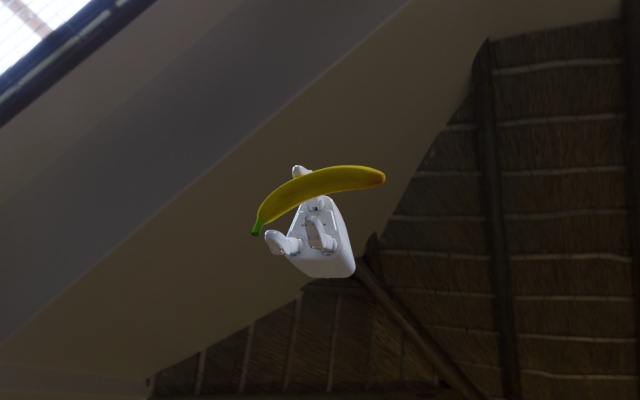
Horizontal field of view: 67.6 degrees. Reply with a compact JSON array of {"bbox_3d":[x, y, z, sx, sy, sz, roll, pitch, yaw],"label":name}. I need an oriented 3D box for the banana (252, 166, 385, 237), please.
[{"bbox_3d":[-0.009,-0.011,0.672,0.198,0.069,0.037,-24,-34,4],"label":"banana"}]
